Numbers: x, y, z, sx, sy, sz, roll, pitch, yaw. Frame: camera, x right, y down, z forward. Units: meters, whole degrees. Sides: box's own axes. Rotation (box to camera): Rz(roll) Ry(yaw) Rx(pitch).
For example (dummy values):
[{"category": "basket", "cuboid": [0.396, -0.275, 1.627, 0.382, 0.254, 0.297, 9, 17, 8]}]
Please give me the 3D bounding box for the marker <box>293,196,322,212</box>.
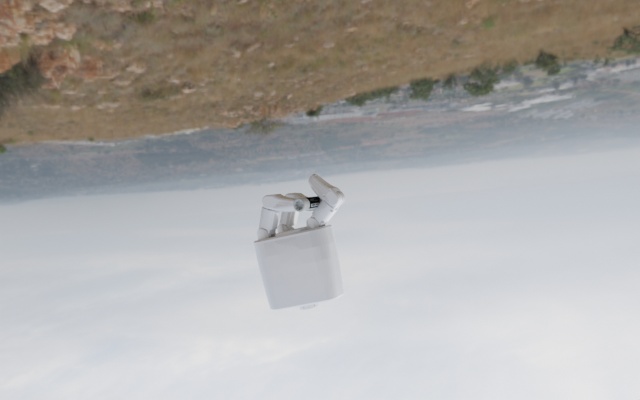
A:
[{"category": "marker", "cuboid": [0.000, 0.002, 0.704, 0.020, 0.020, 0.121, 0, 4, 30]}]
